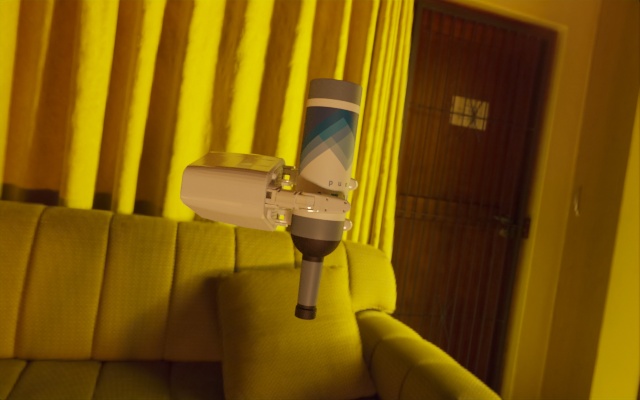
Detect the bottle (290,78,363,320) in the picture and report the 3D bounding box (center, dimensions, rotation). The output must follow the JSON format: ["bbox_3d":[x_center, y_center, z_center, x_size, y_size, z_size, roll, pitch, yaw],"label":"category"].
[{"bbox_3d":[0.000,0.002,0.599,0.069,0.296,0.069,8,2,0],"label":"bottle"}]
